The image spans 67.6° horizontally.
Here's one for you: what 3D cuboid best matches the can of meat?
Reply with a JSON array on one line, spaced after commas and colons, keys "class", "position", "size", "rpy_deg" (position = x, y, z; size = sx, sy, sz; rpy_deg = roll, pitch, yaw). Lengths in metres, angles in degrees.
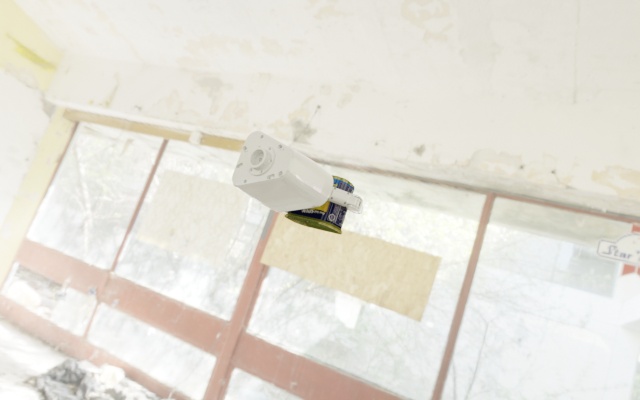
[{"class": "can of meat", "position": [0.000, 0.002, 0.795], "size": [0.102, 0.084, 0.057], "rpy_deg": [10, -13, 39]}]
